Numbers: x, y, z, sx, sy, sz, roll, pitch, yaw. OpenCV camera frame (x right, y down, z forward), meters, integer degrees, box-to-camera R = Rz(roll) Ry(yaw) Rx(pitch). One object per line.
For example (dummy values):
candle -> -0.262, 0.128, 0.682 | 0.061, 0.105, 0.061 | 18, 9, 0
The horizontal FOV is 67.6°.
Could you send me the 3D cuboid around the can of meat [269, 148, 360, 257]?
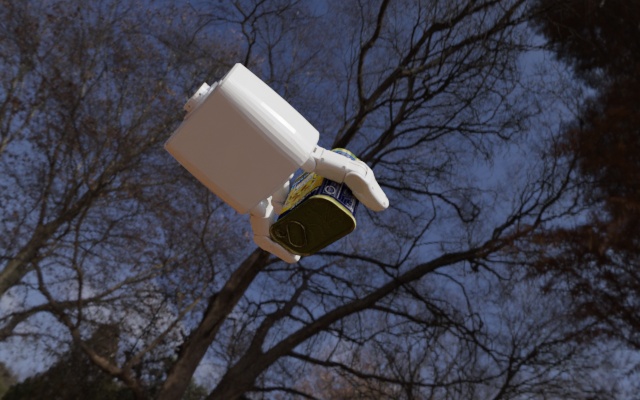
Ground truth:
can of meat -> 0.000, 0.001, 0.523 | 0.057, 0.084, 0.102 | 38, -46, -18
